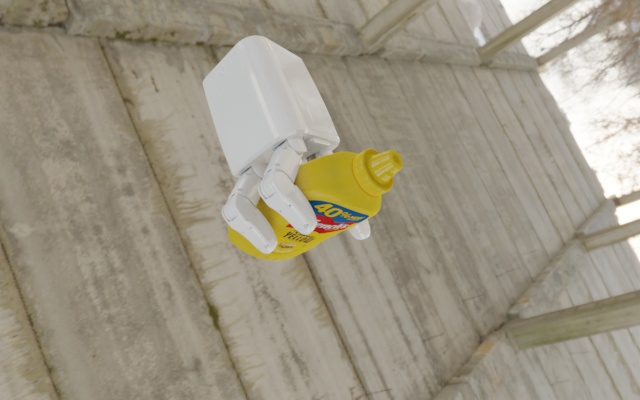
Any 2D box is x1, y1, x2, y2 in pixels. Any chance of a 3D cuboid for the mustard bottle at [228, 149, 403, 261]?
[{"bbox_3d":[0.000,0.002,0.460,0.096,0.058,0.192,20,-37,-38],"label":"mustard bottle"}]
